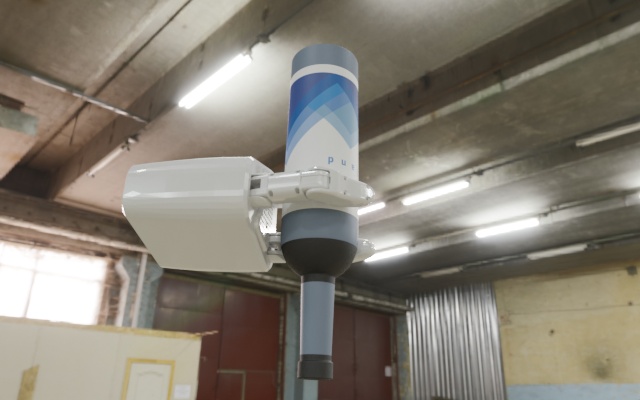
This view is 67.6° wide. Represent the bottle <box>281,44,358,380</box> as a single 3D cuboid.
[{"bbox_3d":[0.000,0.001,0.422,0.069,0.295,0.069,2,-22,1],"label":"bottle"}]
